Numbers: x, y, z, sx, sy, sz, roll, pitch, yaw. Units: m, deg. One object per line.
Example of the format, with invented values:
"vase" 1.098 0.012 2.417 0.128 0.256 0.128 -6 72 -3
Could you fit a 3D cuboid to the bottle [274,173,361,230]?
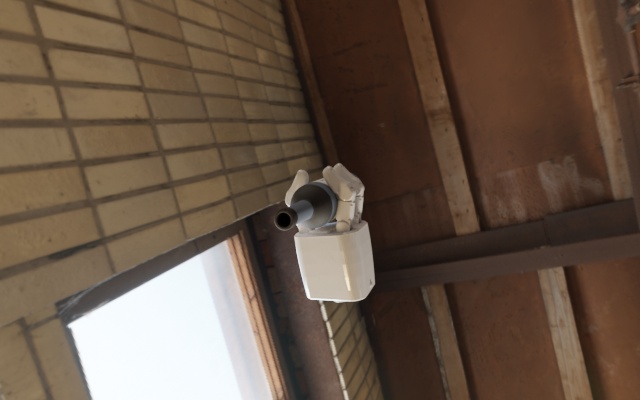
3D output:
"bottle" 0.000 0.002 0.731 0.069 0.069 0.295 0 8 18
